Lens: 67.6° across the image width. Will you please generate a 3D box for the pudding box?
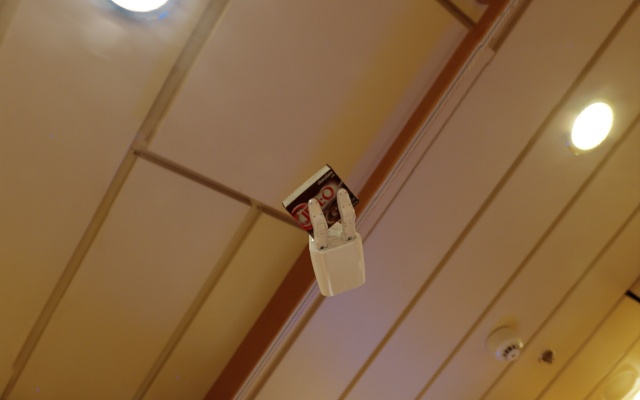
[{"bbox_3d":[0.000,0.003,0.870,0.090,0.113,0.039,48,0,-27],"label":"pudding box"}]
